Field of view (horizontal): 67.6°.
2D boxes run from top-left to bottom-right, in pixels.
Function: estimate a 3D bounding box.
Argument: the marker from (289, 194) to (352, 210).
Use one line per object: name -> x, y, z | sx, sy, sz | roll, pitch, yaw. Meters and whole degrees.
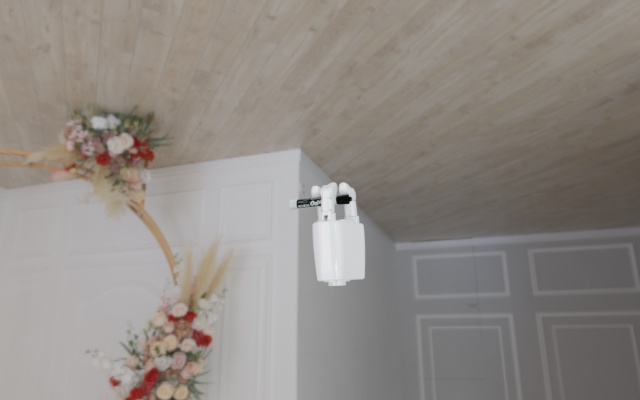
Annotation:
marker -> 0.000, 0.003, 0.896 | 0.121, 0.020, 0.020 | -6, -2, 18
